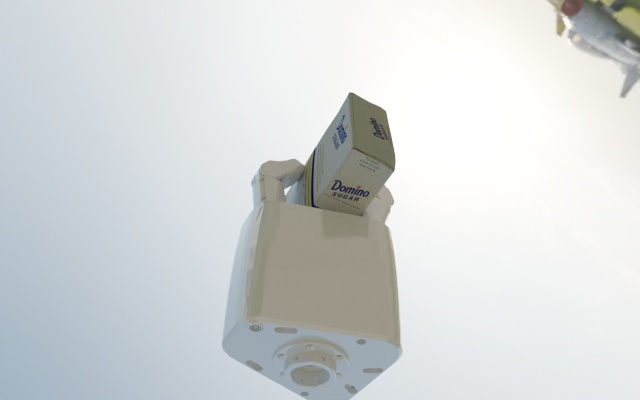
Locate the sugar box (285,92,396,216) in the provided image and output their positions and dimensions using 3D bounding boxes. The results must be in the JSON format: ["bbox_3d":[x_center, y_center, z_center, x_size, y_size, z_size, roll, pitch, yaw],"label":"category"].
[{"bbox_3d":[0.000,0.002,0.425,0.048,0.176,0.093,25,36,-18],"label":"sugar box"}]
